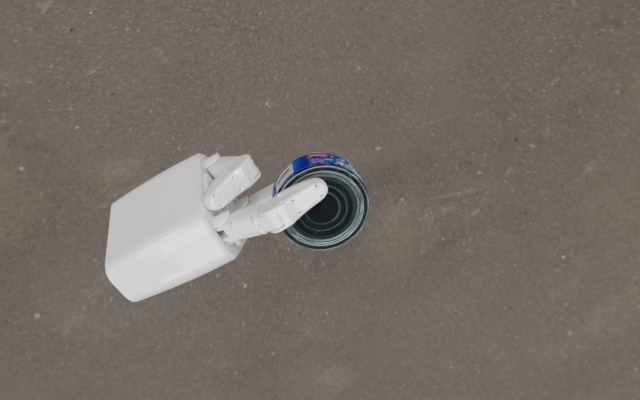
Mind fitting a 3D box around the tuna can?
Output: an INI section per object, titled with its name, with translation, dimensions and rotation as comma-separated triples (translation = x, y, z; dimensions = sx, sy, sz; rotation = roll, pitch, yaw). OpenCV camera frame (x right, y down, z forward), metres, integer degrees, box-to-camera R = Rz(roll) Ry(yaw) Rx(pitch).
[tuna can]
translation = 0.000, 0.002, 0.430
dimensions = 0.086, 0.086, 0.033
rotation = 0, 25, -8
